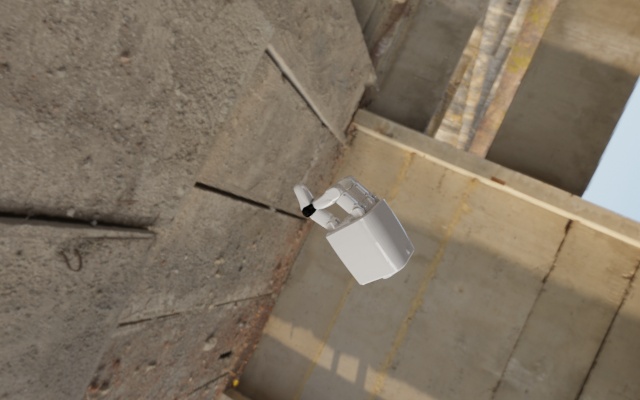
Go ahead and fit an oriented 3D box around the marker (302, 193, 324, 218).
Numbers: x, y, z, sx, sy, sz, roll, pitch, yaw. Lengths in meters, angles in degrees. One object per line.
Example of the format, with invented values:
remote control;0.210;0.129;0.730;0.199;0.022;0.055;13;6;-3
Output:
marker;0.000;0.003;0.830;0.020;0.020;0.121;0;18;25
